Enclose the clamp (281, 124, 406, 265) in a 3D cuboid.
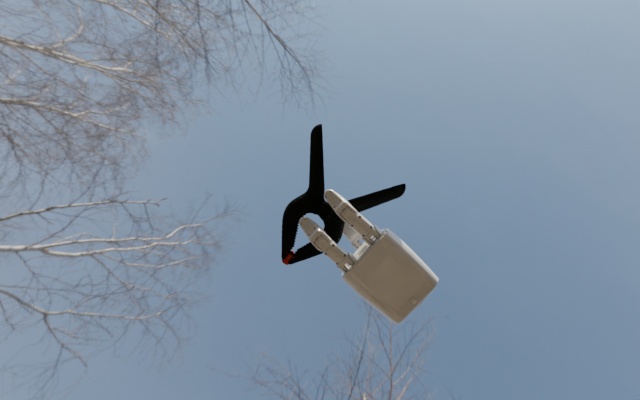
[{"bbox_3d":[0.000,0.003,0.719,0.164,0.210,0.036,43,6,2],"label":"clamp"}]
